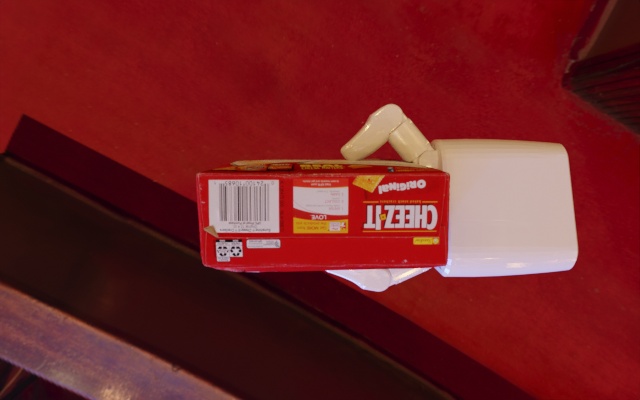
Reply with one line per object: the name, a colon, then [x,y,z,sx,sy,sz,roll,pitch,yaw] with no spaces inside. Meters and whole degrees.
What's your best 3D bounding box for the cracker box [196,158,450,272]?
cracker box: [0.000,0.001,0.409,0.164,0.072,0.213,-1,7,-2]
